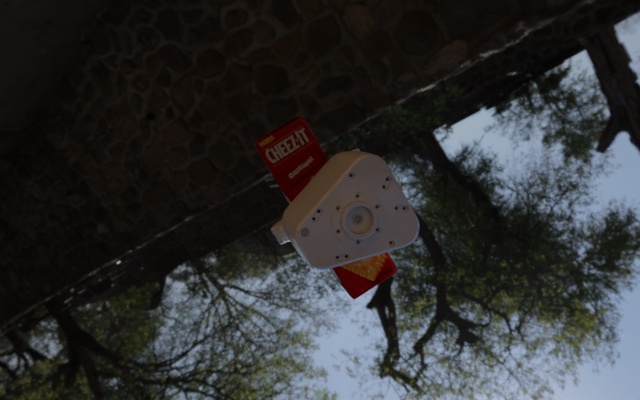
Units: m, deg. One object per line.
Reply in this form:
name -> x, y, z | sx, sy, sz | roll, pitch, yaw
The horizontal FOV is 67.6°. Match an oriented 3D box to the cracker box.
cracker box -> 0.000, 0.002, 0.613 | 0.072, 0.214, 0.164 | -32, 9, -3
